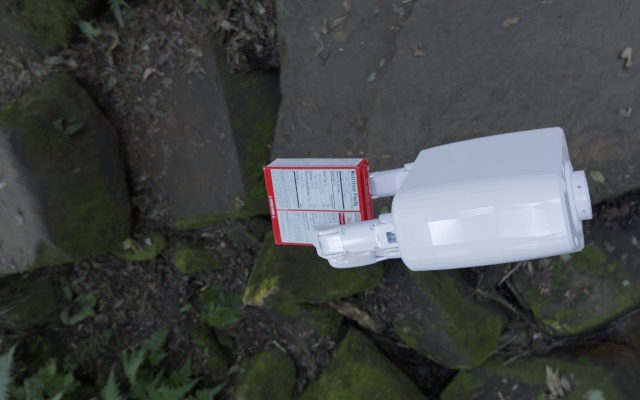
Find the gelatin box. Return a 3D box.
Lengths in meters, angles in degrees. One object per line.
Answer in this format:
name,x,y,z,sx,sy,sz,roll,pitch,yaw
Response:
gelatin box,0.000,0.002,0.413,0.089,0.073,0.030,1,22,21
